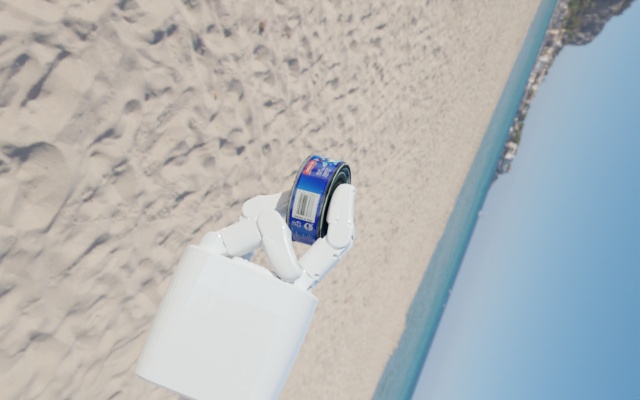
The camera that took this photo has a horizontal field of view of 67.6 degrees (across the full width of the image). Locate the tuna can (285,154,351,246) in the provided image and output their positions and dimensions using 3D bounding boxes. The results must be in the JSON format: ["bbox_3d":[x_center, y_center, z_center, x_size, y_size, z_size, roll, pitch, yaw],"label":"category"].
[{"bbox_3d":[0.001,0.002,0.449,0.034,0.086,0.086,15,4,16],"label":"tuna can"}]
